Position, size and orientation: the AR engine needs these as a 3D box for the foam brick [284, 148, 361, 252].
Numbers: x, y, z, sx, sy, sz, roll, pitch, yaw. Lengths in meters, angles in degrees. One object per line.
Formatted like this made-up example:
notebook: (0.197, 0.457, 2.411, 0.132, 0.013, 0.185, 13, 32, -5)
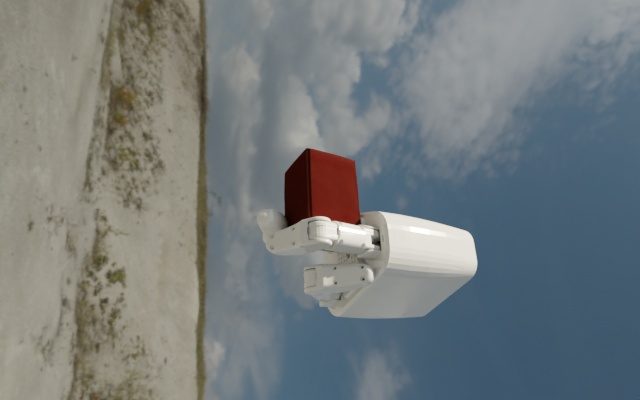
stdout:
foam brick: (0.000, 0.001, 0.440, 0.051, 0.078, 0.053, 9, -26, -26)
